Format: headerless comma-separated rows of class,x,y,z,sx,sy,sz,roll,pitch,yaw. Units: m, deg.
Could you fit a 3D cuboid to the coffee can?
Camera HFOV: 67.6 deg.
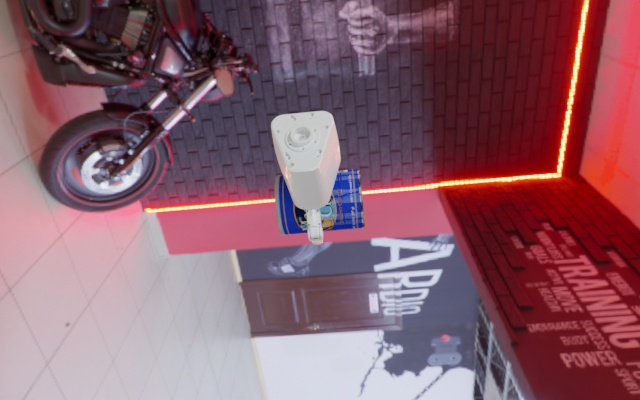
coffee can,0.000,0.003,0.808,0.140,0.103,0.103,-5,0,4
